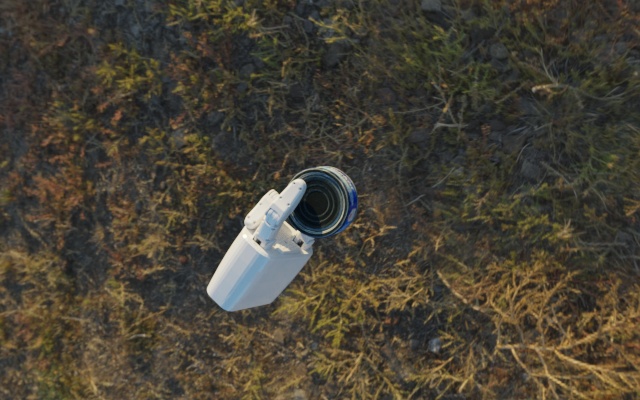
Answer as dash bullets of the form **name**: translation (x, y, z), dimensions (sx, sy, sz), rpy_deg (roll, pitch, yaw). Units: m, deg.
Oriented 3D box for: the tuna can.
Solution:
- **tuna can**: translation (0.000, 0.002, 0.575), dimensions (0.086, 0.086, 0.034), rpy_deg (0, 5, 22)
